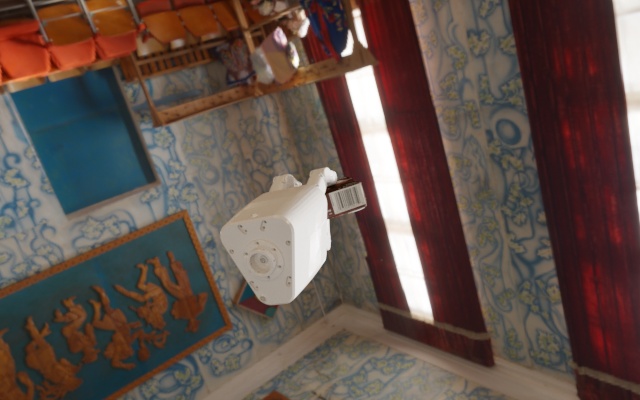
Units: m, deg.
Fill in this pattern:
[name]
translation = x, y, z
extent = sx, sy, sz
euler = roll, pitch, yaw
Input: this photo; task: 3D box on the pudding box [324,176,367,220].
[pudding box]
translation = 0.000, 0.002, 0.673
extent = 0.113, 0.039, 0.090
euler = -16, 11, -6
